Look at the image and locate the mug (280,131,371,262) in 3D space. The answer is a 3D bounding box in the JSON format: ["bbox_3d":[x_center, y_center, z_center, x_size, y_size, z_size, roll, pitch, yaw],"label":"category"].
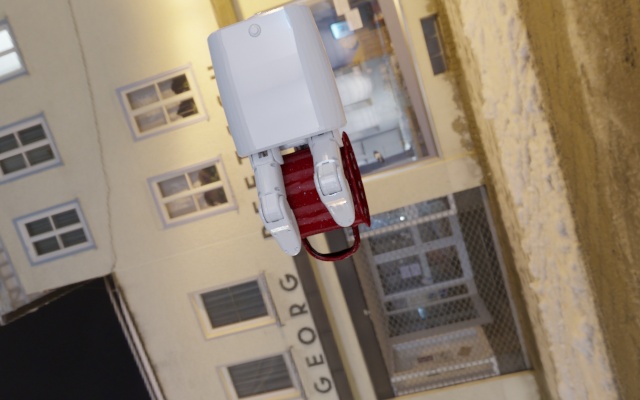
[{"bbox_3d":[0.000,0.003,0.455,0.081,0.117,0.093,-15,6,9],"label":"mug"}]
